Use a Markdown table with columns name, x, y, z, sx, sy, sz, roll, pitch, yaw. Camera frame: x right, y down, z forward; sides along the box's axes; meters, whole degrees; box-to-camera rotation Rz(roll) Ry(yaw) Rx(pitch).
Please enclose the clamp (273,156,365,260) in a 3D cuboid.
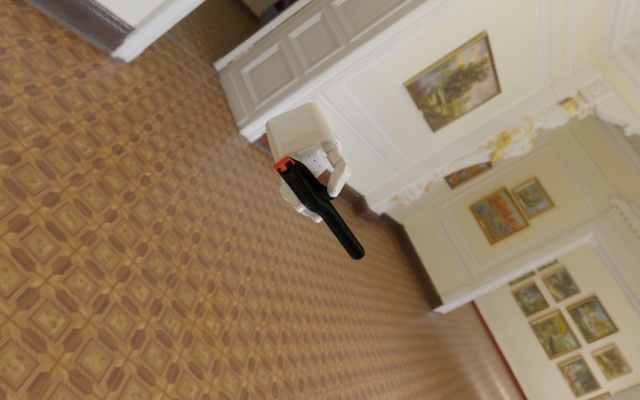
| name | x | y | z | sx | sy | sz | roll | pitch | yaw |
| --- | --- | --- | --- | --- | --- | --- | --- | --- | --- |
| clamp | 0.000 | 0.002 | 0.771 | 0.036 | 0.164 | 0.210 | -35 | -39 | 12 |
